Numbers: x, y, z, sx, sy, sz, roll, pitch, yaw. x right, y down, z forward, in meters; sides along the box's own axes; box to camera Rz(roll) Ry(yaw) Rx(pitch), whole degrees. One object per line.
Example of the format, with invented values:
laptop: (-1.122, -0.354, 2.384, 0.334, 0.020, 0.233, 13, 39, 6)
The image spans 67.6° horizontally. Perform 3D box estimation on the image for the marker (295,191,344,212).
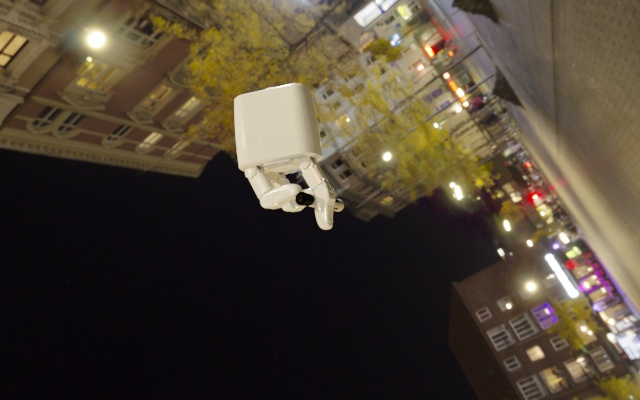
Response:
marker: (0.000, 0.002, 0.670, 0.020, 0.020, 0.121, 0, -5, 27)
